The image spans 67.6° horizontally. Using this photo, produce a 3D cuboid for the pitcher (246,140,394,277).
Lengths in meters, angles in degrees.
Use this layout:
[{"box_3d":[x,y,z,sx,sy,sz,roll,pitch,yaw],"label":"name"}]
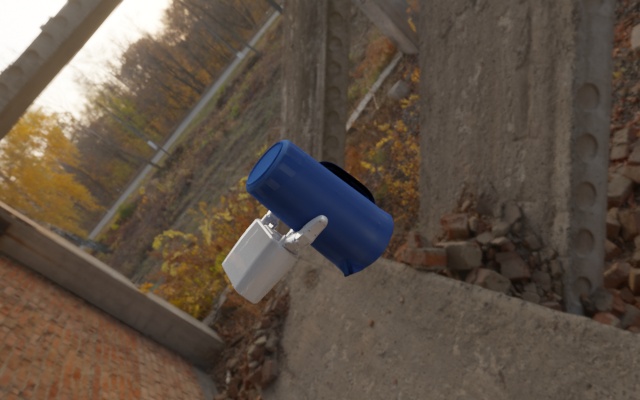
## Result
[{"box_3d":[0.000,0.003,0.817,0.243,0.145,0.149,39,3,-21],"label":"pitcher"}]
